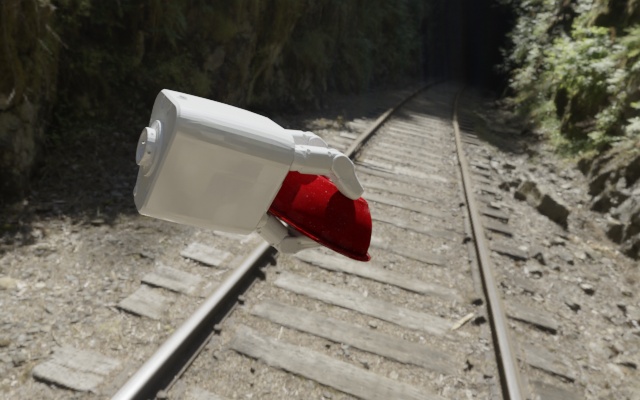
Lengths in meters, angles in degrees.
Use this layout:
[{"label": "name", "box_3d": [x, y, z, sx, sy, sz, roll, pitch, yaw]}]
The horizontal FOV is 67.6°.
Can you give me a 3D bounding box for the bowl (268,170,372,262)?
[{"label": "bowl", "box_3d": [0.001, 0.002, 0.532, 0.162, 0.055, 0.162, 31, 6, -4]}]
